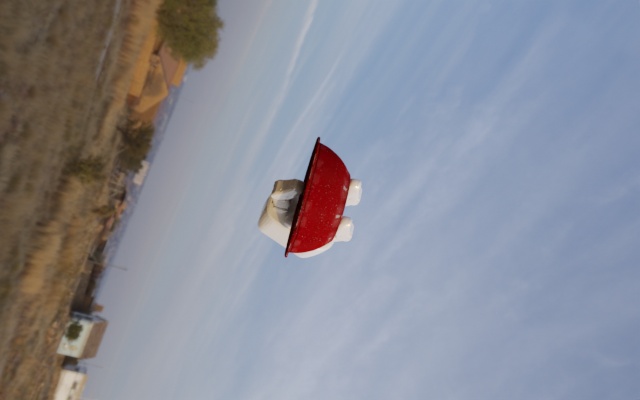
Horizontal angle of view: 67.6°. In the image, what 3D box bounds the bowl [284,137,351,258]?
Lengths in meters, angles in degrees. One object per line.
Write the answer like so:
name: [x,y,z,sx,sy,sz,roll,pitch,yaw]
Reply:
bowl: [0.001,0.002,0.618,0.055,0.162,0.162,16,-1,-4]
